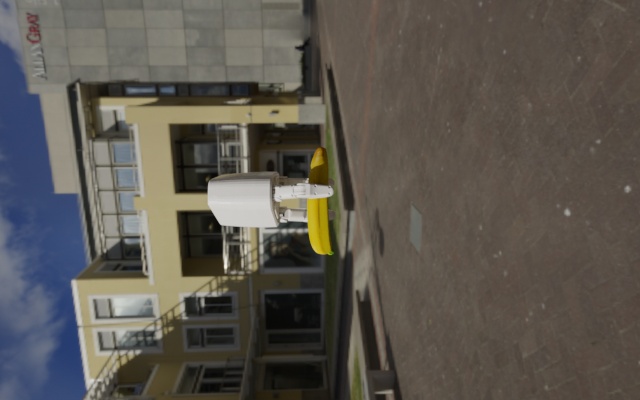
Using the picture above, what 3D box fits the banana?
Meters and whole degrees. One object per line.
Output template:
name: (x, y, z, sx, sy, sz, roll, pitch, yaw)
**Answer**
banana: (-0.002, 0.011, 0.811, 0.037, 0.198, 0.069, -1, 16, 8)
